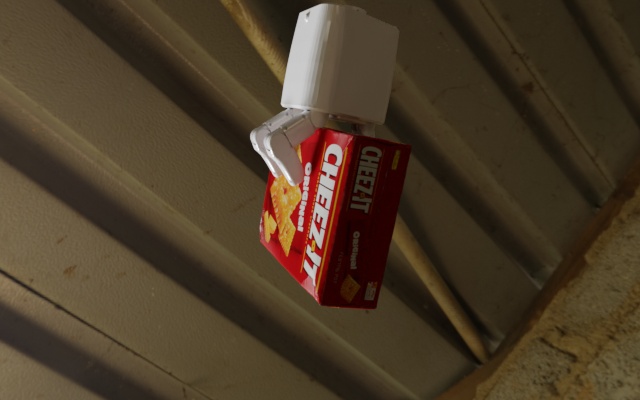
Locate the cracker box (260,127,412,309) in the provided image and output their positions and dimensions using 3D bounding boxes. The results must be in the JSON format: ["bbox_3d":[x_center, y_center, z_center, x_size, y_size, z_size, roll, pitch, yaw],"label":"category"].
[{"bbox_3d":[0.000,0.002,0.533,0.072,0.164,0.213,7,9,-24],"label":"cracker box"}]
